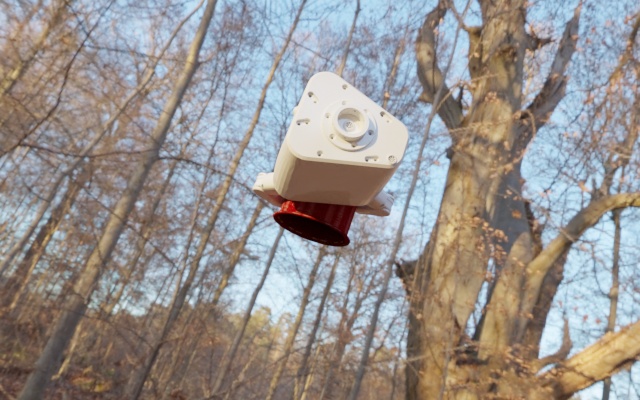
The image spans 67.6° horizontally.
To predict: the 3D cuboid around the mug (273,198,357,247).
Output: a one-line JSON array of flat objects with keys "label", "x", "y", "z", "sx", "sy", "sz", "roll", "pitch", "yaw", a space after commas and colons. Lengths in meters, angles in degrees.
[{"label": "mug", "x": 0.000, "y": 0.002, "z": 0.568, "sx": 0.093, "sy": 0.081, "sz": 0.117, "roll": 21, "pitch": -19, "yaw": -3}]
